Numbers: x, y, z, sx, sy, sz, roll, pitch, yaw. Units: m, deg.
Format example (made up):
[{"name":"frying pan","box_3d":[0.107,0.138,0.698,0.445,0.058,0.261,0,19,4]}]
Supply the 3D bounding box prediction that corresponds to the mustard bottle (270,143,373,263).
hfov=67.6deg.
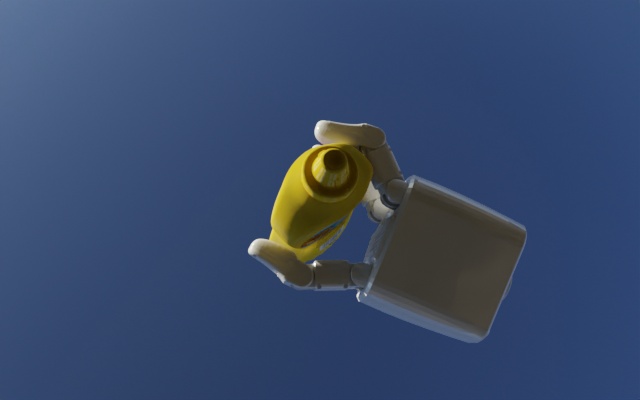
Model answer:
[{"name":"mustard bottle","box_3d":[0.000,0.001,0.408,0.096,0.058,0.192,-41,-8,-16]}]
